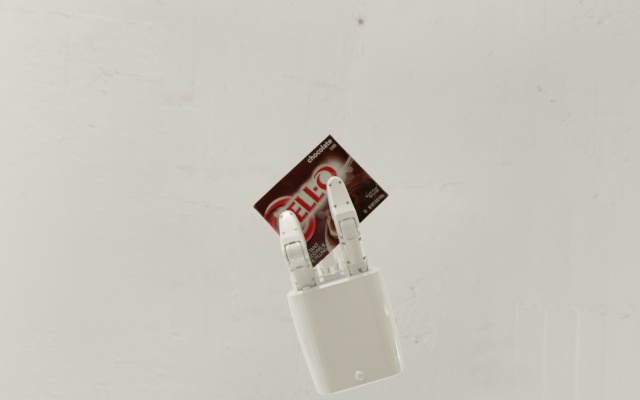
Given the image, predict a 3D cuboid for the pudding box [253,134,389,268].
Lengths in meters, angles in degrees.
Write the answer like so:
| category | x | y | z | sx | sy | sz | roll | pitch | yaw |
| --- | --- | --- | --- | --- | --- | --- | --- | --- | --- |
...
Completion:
| category | x | y | z | sx | sy | sz | roll | pitch | yaw |
| --- | --- | --- | --- | --- | --- | --- | --- | --- | --- |
| pudding box | 0.000 | 0.002 | 0.504 | 0.113 | 0.090 | 0.039 | -43 | -3 | -4 |
